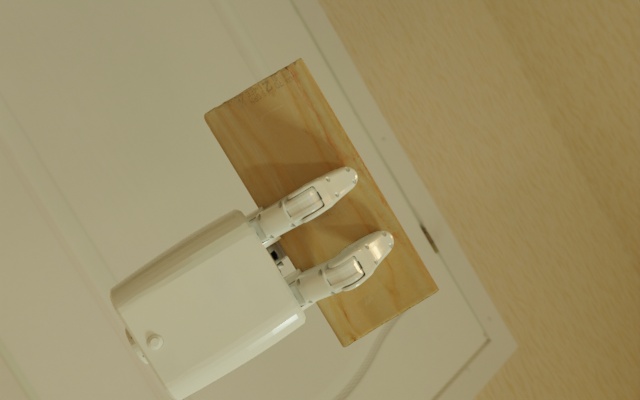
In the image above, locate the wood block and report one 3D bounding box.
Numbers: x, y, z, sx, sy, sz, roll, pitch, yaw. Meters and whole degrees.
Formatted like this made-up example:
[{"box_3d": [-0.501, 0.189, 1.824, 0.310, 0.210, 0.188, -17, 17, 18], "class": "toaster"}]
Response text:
[{"box_3d": [0.000, 0.002, 0.404, 0.090, 0.206, 0.091, -31, 3, -2], "class": "wood block"}]
